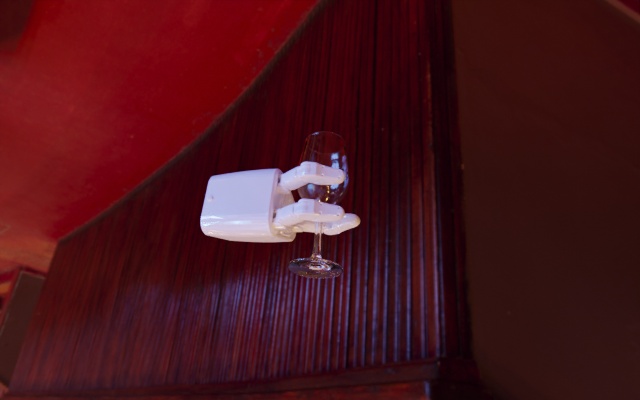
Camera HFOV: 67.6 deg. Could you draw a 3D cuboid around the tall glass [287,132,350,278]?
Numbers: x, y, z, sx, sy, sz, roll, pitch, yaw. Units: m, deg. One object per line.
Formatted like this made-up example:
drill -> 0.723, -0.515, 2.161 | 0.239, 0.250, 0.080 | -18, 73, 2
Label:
tall glass -> 0.000, 0.003, 0.673 | 0.079, 0.201, 0.079 | 4, -27, 2
